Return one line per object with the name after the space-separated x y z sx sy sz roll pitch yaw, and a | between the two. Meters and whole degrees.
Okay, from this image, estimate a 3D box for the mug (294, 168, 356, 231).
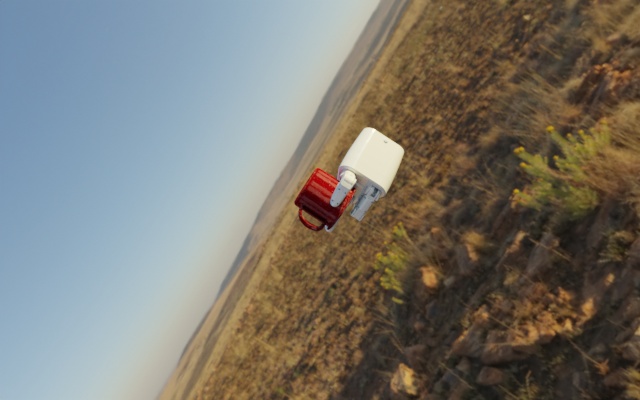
-0.001 0.004 0.868 0.081 0.117 0.093 33 -30 -4 | mug
